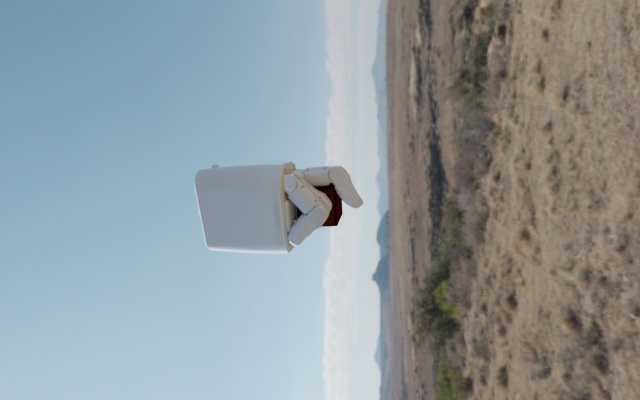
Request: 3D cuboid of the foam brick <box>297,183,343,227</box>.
[{"bbox_3d":[0.000,0.002,0.636,0.051,0.053,0.078,-2,8,8],"label":"foam brick"}]
